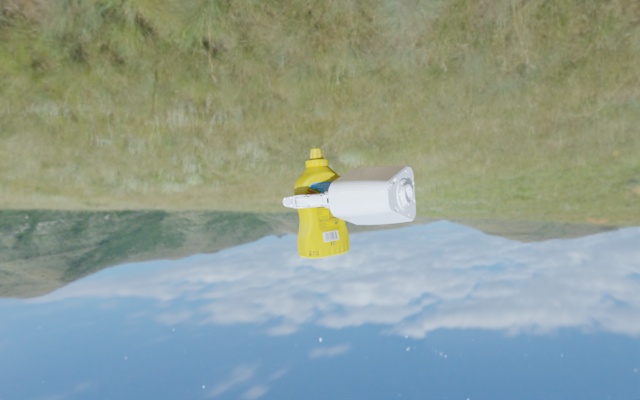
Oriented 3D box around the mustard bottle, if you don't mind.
[{"bbox_3d":[0.000,0.003,0.852,0.096,0.191,0.058,-6,2,-32],"label":"mustard bottle"}]
